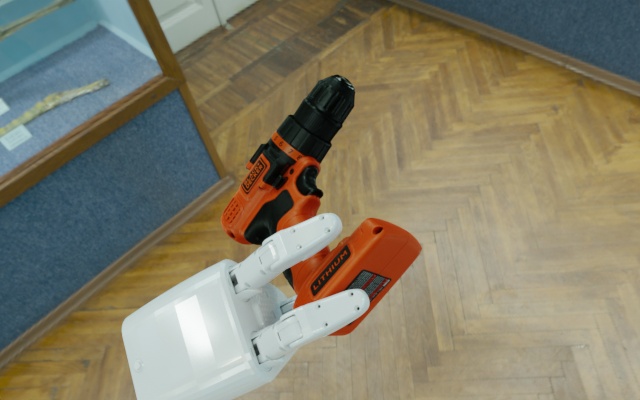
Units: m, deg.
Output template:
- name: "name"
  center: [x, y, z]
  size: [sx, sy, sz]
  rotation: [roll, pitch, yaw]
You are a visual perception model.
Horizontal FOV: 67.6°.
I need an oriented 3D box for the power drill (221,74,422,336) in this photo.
- name: "power drill"
  center: [0.000, 0.002, 0.400]
  size: [0.057, 0.184, 0.187]
  rotation: [23, 20, -40]
